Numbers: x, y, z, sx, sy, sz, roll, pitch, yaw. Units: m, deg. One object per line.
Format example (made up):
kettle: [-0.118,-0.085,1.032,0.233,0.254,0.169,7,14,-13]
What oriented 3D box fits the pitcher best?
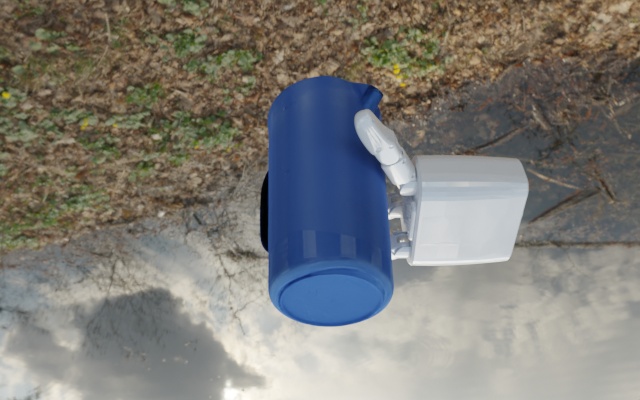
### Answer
pitcher: [0.000,0.002,0.489,0.145,0.242,0.149,-1,-42,0]
